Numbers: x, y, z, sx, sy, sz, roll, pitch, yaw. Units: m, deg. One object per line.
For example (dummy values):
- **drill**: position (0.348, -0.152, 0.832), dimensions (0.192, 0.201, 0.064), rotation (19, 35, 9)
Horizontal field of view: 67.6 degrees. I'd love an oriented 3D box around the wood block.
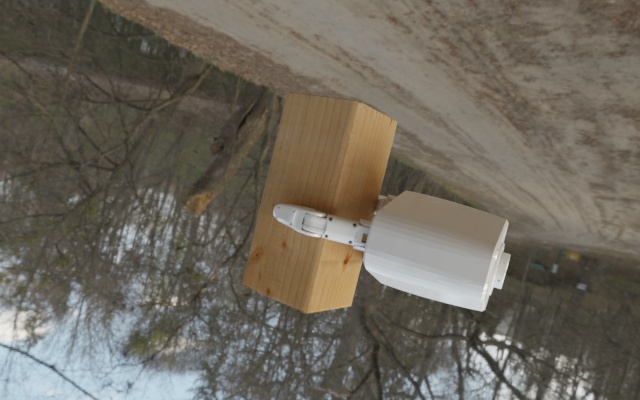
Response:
- **wood block**: position (0.000, 0.002, 0.504), dimensions (0.090, 0.206, 0.091), rotation (16, 3, 34)
